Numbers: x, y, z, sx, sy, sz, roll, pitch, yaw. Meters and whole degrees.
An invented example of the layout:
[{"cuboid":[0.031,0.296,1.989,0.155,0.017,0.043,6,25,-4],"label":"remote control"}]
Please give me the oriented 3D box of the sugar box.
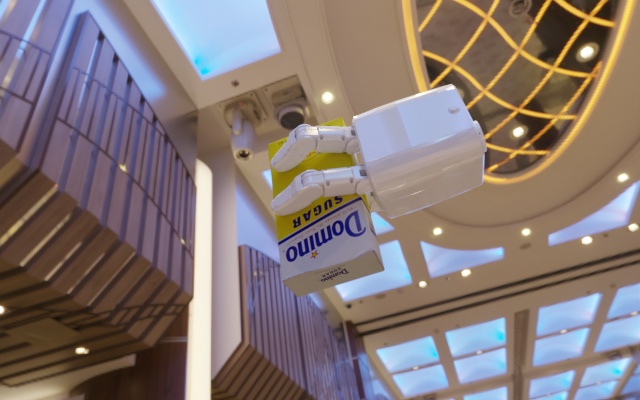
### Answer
[{"cuboid":[0.000,0.001,0.492,0.093,0.176,0.048,-20,-40,11],"label":"sugar box"}]
